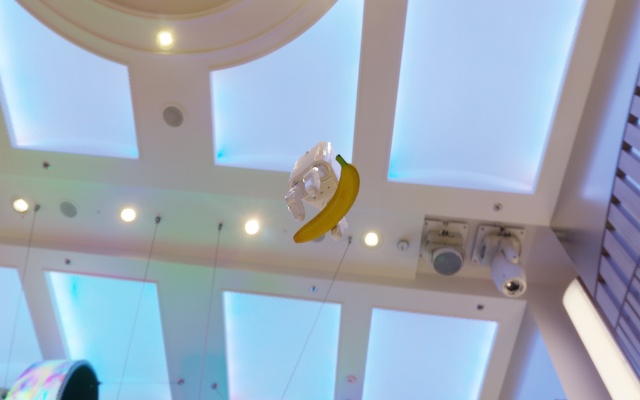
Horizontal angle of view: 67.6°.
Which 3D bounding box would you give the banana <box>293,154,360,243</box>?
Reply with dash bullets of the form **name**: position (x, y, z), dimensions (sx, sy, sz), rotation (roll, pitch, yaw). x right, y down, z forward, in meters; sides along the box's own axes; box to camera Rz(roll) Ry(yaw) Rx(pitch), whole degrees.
- **banana**: position (0.019, 0.007, 0.830), dimensions (0.069, 0.198, 0.037), rotation (20, 31, -12)
